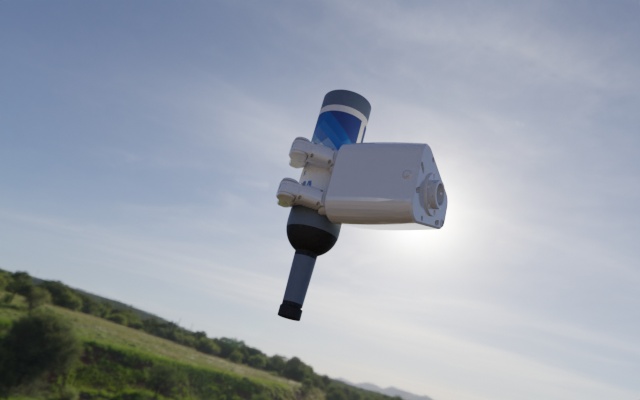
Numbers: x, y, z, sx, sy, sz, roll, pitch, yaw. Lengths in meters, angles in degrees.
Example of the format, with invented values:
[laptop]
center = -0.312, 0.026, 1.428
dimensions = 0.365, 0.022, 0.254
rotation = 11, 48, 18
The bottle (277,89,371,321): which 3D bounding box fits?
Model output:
[bottle]
center = 0.000, 0.002, 0.598
dimensions = 0.069, 0.295, 0.069
rotation = 14, -20, 5
